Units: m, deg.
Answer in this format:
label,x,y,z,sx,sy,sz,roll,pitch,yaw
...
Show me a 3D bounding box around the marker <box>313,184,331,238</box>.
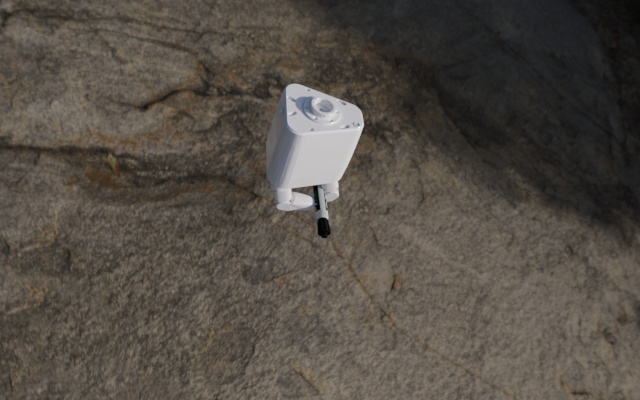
label,x,y,z,sx,sy,sz,roll,pitch,yaw
marker,0.000,0.002,0.707,0.020,0.121,0.020,-4,-35,-3
